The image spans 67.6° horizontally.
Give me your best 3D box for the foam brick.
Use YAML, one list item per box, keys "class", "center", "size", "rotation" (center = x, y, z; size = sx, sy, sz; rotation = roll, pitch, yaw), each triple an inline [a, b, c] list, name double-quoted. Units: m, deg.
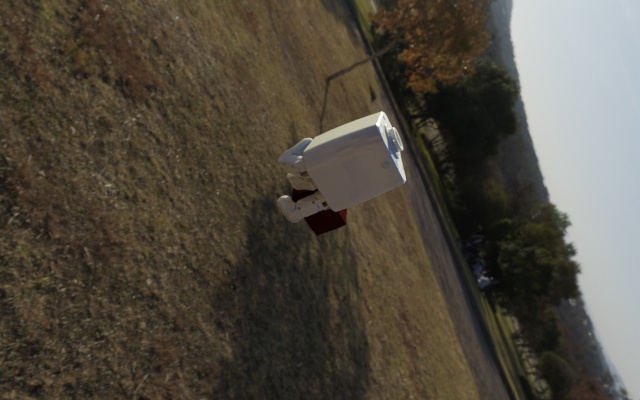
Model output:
- class: "foam brick"
  center: [0.000, 0.002, 0.699]
  size: [0.051, 0.078, 0.053]
  rotation: [-21, 33, 19]
